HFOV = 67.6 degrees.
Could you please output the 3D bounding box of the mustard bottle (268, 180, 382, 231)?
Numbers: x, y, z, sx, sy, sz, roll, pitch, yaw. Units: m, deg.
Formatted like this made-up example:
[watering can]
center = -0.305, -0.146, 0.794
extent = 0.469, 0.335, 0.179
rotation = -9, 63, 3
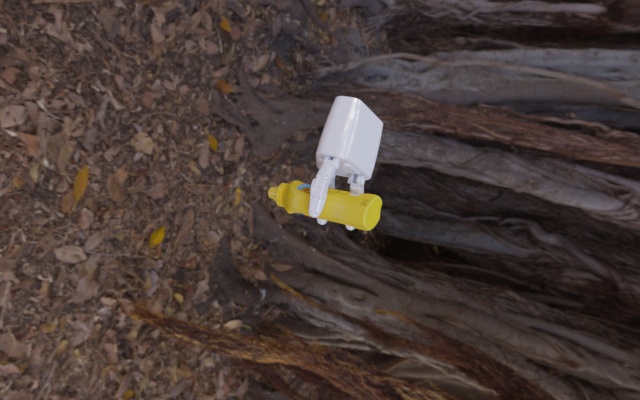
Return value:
[mustard bottle]
center = 0.000, 0.003, 0.801
extent = 0.191, 0.058, 0.096
rotation = 12, 12, 20
